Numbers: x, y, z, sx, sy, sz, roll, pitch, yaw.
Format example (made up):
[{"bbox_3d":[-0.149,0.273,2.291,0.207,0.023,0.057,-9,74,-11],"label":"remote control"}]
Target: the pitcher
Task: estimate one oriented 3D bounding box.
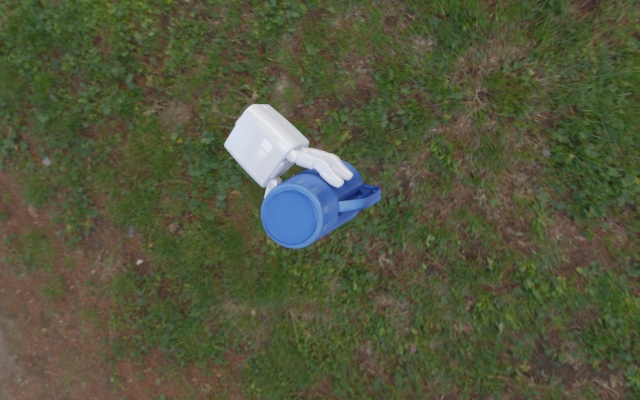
[{"bbox_3d":[0.000,0.003,0.859,0.149,0.145,0.243,-47,-6,21],"label":"pitcher"}]
